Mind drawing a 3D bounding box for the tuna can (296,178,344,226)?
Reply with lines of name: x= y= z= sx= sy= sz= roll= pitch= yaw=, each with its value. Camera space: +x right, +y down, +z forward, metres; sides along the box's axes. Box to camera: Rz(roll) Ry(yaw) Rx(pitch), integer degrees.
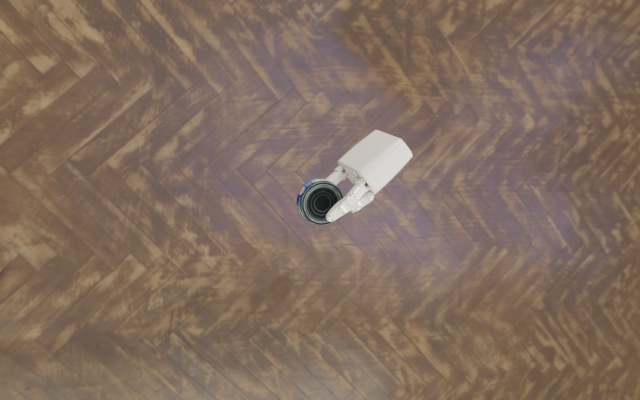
tuna can: x=0.000 y=0.003 z=0.892 sx=0.086 sy=0.086 sz=0.033 roll=0 pitch=11 yaw=-16
